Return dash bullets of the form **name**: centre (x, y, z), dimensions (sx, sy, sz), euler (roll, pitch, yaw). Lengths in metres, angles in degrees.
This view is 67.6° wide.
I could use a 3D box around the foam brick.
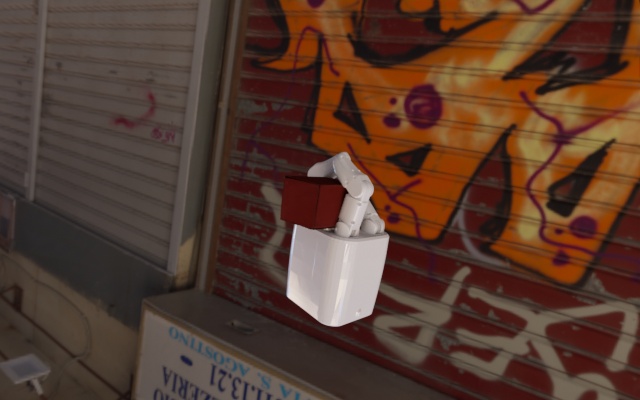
- **foam brick**: centre (0.000, 0.002, 0.547), dimensions (0.053, 0.051, 0.078), euler (16, 11, 38)
